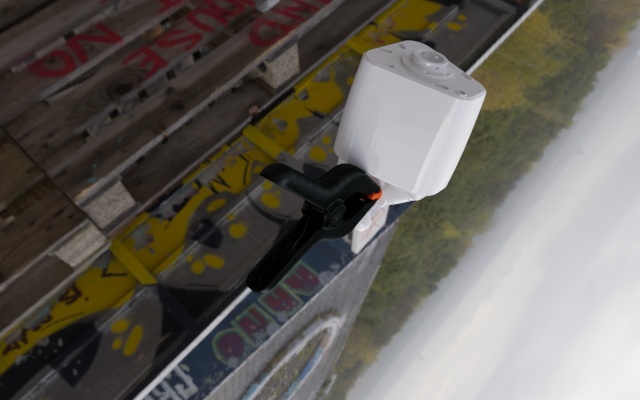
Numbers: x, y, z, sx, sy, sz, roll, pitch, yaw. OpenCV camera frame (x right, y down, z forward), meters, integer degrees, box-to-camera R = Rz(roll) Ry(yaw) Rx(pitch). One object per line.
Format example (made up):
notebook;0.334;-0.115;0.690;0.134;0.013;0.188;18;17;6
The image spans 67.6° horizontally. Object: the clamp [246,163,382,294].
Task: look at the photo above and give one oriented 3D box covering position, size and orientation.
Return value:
clamp;0.001;0.002;0.436;0.039;0.120;0.171;32;42;25
